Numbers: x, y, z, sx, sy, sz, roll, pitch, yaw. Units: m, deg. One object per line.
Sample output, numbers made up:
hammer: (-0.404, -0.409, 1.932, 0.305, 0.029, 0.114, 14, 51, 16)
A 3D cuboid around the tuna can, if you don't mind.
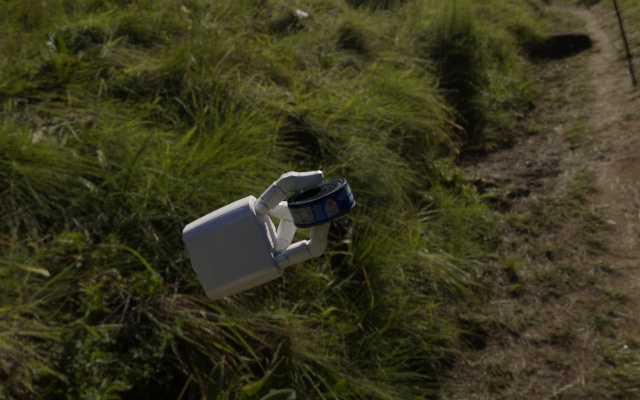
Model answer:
tuna can: (0.000, 0.001, 0.625, 0.086, 0.034, 0.086, -19, 15, 5)
